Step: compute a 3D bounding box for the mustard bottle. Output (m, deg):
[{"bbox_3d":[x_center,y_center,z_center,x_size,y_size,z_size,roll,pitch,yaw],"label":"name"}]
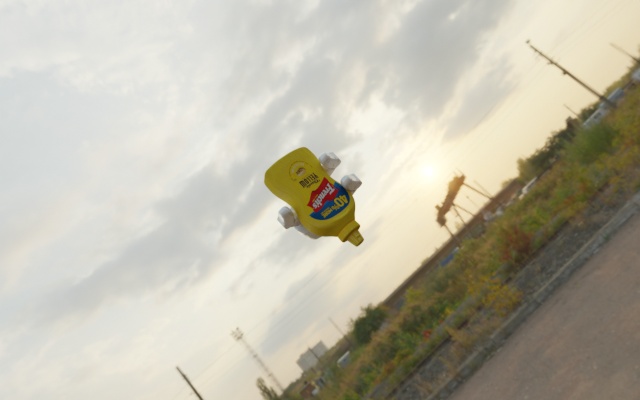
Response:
[{"bbox_3d":[0.000,0.002,0.788,0.096,0.191,0.058,-36,-18,-26],"label":"mustard bottle"}]
